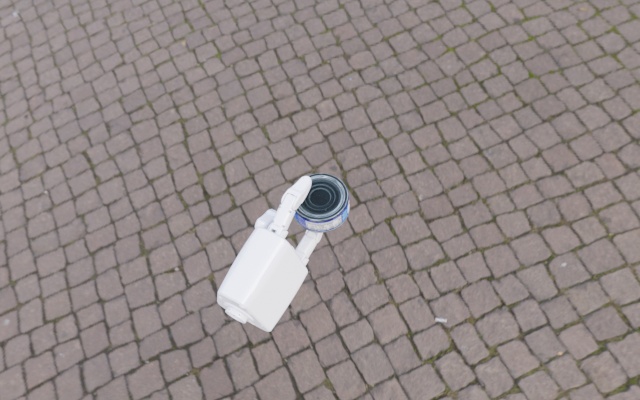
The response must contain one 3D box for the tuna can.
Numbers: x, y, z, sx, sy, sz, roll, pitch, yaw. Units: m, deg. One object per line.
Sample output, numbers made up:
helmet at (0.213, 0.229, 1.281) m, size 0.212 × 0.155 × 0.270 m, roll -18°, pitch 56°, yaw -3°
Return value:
tuna can at (0.000, 0.002, 0.701) m, size 0.086 × 0.086 × 0.034 m, roll 0°, pitch -33°, yaw 5°
